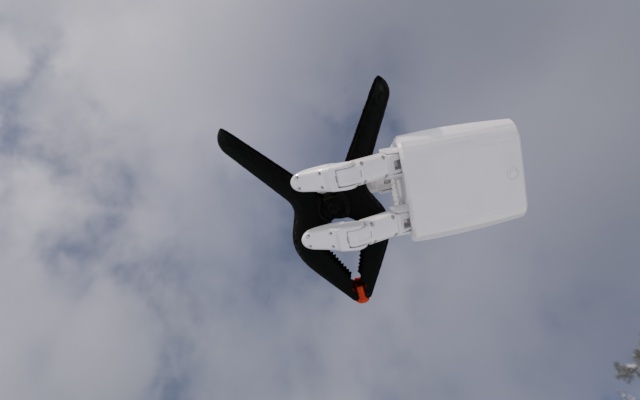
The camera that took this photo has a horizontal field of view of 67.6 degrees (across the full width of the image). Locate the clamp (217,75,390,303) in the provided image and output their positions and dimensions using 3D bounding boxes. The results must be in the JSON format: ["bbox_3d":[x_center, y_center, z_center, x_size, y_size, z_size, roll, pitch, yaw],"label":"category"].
[{"bbox_3d":[0.000,0.002,0.459,0.164,0.210,0.036,-11,12,3],"label":"clamp"}]
